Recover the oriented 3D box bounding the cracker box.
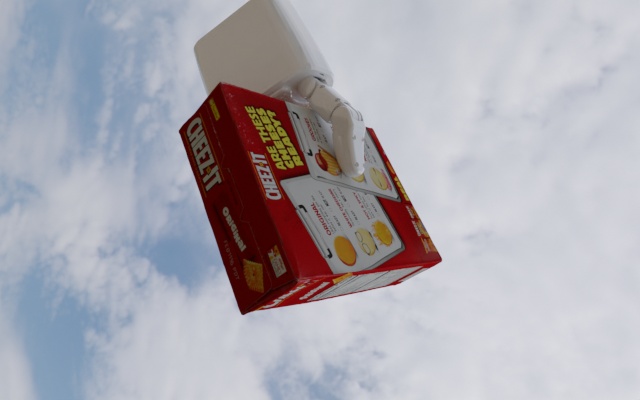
[{"bbox_3d":[0.000,0.001,0.423,0.072,0.164,0.214,-37,-24,32],"label":"cracker box"}]
